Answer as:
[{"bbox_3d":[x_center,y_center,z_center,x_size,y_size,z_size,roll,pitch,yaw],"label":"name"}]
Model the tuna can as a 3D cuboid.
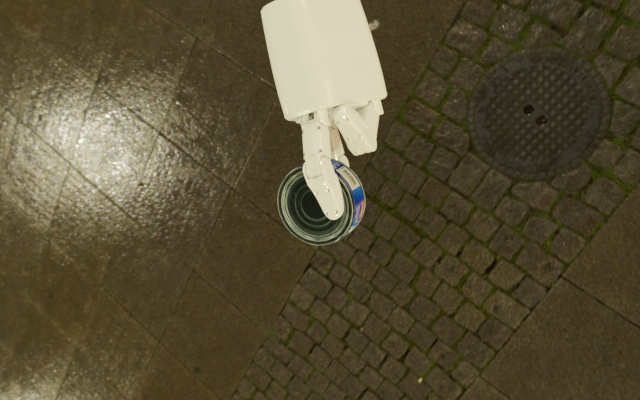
[{"bbox_3d":[0.000,0.002,0.483,0.086,0.086,0.033,0,14,25],"label":"tuna can"}]
